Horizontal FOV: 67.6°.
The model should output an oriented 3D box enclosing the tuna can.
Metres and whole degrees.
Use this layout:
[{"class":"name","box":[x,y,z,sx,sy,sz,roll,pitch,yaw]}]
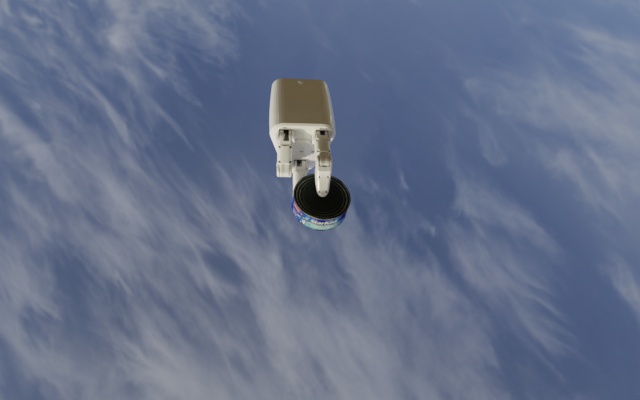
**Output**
[{"class":"tuna can","box":[0.000,0.003,0.714,0.086,0.086,0.034,0,-37,-11]}]
